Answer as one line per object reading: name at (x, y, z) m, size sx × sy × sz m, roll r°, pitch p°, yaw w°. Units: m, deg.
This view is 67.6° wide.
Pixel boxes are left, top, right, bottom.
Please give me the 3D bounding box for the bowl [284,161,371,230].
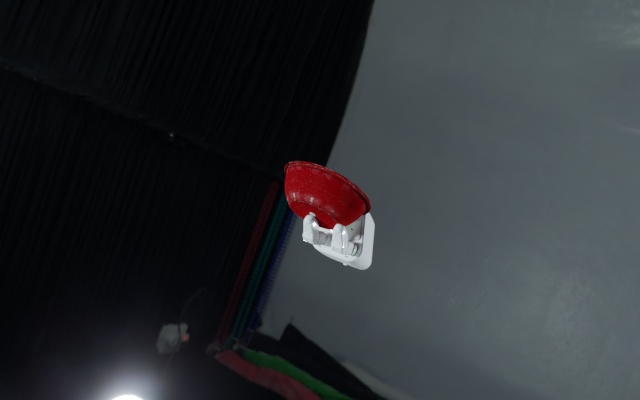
bowl at (-0.001, 0.002, 0.796) m, size 0.162 × 0.055 × 0.162 m, roll 24°, pitch -21°, yaw 10°
